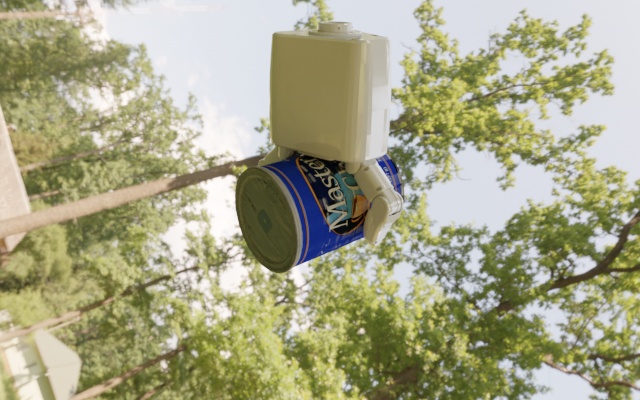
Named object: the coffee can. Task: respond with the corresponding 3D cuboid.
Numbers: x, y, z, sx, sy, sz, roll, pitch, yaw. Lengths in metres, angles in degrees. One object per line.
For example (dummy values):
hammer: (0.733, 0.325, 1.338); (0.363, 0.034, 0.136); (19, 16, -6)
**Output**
coffee can: (0.000, 0.002, 0.484); (0.140, 0.103, 0.103); (-19, 11, -36)
